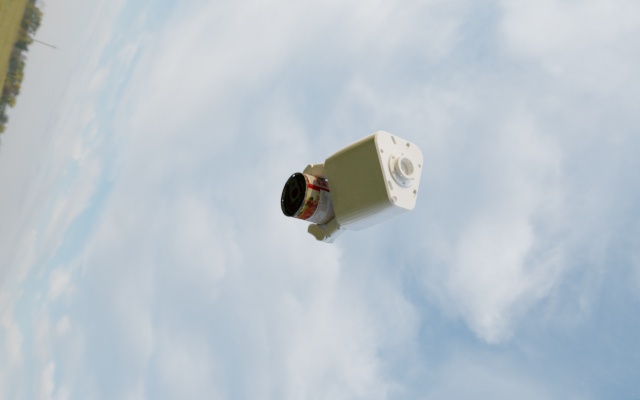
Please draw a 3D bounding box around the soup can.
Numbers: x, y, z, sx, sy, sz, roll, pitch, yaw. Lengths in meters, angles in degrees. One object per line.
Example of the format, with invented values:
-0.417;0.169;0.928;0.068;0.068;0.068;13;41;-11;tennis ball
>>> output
0.000;0.003;0.724;0.102;0.068;0.068;16;-9;-34;soup can
